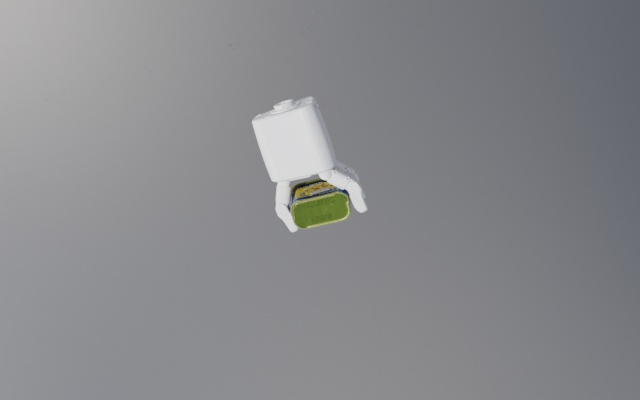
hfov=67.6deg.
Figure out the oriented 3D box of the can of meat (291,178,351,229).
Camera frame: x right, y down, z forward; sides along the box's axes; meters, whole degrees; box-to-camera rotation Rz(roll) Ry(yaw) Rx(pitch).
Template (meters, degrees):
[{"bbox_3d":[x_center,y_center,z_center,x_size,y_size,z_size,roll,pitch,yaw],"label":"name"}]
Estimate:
[{"bbox_3d":[0.000,0.003,0.803,0.102,0.057,0.084,-13,20,4],"label":"can of meat"}]
